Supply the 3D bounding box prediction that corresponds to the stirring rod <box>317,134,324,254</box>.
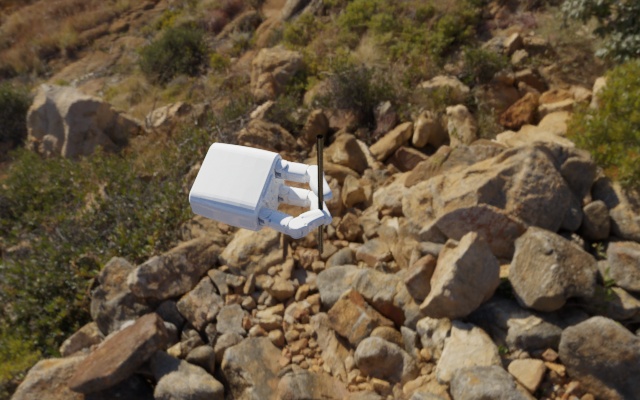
[{"bbox_3d":[0.000,0.002,0.665,0.011,0.011,0.240,0,-41,0],"label":"stirring rod"}]
